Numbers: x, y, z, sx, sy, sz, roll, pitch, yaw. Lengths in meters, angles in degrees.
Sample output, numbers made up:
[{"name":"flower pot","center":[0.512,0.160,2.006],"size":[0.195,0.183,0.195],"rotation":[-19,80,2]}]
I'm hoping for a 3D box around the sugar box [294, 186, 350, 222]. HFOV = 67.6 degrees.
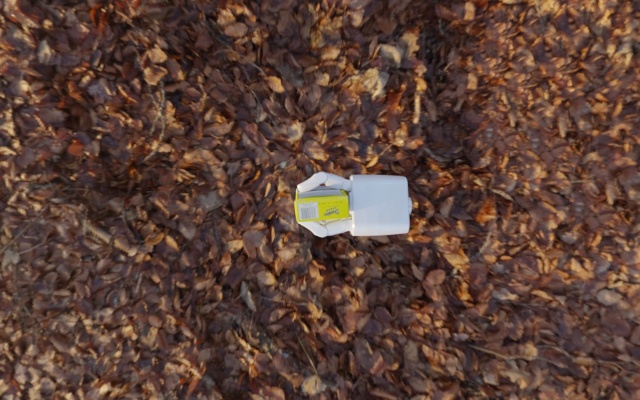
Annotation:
[{"name":"sugar box","center":[0.000,0.003,0.896],"size":[0.093,0.048,0.176],"rotation":[-4,6,-1]}]
